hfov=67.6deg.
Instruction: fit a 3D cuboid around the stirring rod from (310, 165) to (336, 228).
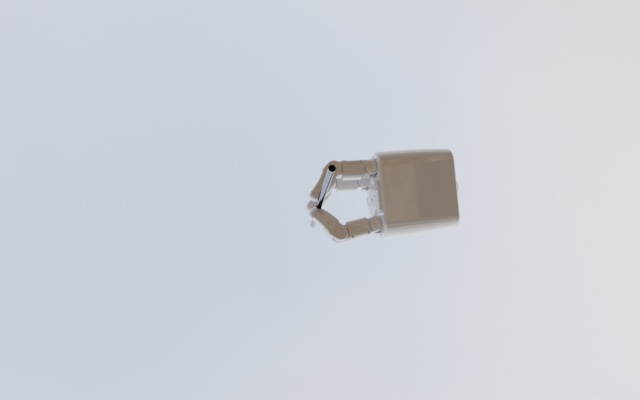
[{"bbox_3d":[0.000,0.002,0.612,0.011,0.011,0.240,0,-17,-6],"label":"stirring rod"}]
